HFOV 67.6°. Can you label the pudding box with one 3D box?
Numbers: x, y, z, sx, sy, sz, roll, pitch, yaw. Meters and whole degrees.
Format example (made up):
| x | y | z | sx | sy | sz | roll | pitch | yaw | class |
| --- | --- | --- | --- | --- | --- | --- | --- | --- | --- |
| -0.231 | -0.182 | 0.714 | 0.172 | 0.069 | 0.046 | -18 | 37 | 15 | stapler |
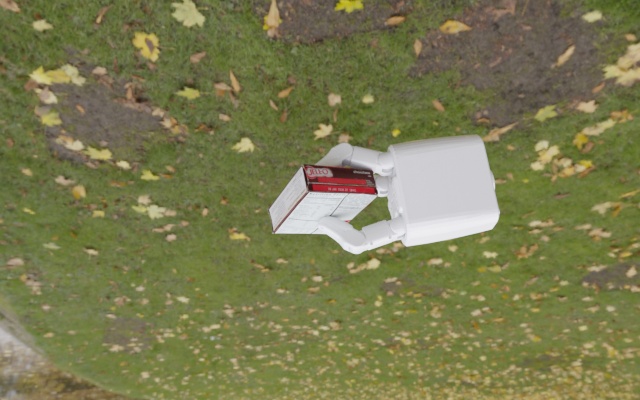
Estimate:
| x | y | z | sx | sy | sz | roll | pitch | yaw | class |
| --- | --- | --- | --- | --- | --- | --- | --- | --- | --- |
| 0.000 | 0.002 | 0.556 | 0.090 | 0.039 | 0.113 | 3 | -30 | -27 | pudding box |
